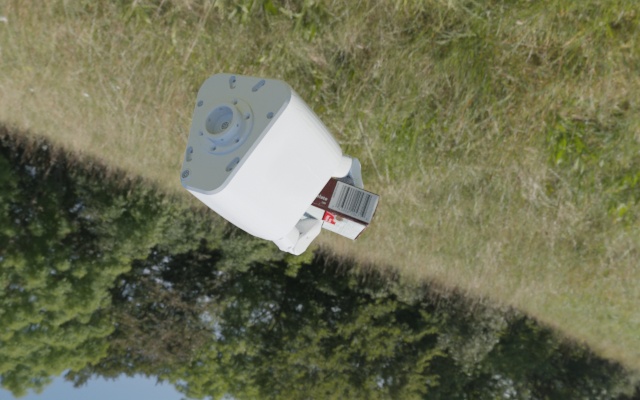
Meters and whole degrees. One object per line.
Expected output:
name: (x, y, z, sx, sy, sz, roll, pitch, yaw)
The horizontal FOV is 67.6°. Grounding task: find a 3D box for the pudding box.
pudding box: (0.000, 0.002, 0.522, 0.113, 0.039, 0.090, 22, -14, 1)
